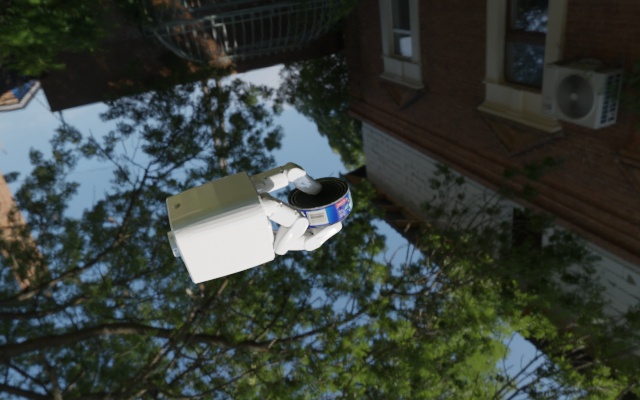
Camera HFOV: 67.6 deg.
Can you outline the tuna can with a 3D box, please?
[{"bbox_3d":[0.000,0.003,0.654,0.086,0.034,0.086,-11,28,6],"label":"tuna can"}]
